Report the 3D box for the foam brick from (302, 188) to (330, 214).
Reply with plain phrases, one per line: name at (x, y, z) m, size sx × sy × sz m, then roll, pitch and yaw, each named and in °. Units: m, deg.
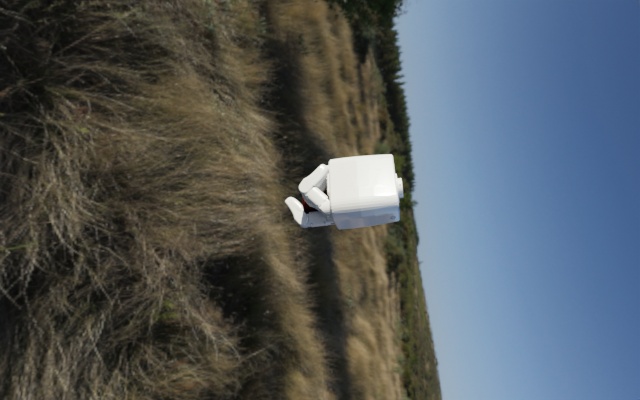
foam brick at (0.000, 0.003, 0.844) m, size 0.051 × 0.053 × 0.078 m, roll -7°, pitch -18°, yaw 8°
